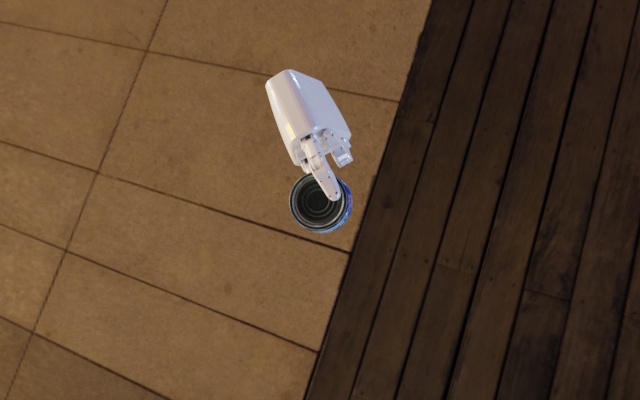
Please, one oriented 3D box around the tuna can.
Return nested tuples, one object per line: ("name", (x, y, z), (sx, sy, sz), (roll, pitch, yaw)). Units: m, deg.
("tuna can", (0.000, 0.002, 0.665), (0.086, 0.086, 0.034), (0, -8, 14))
